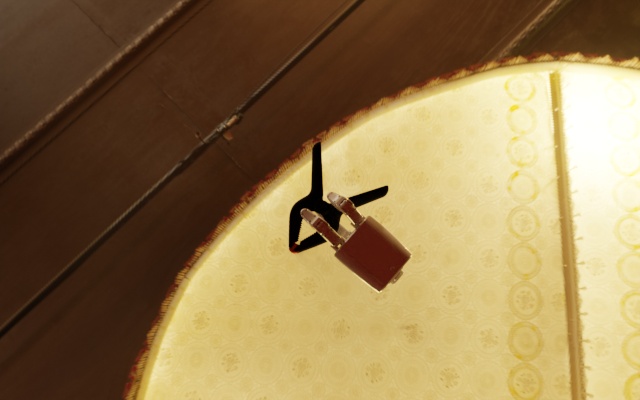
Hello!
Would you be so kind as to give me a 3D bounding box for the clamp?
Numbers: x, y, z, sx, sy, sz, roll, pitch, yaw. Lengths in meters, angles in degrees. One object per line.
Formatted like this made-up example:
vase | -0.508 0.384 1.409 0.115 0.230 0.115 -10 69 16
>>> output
clamp | 0.000 0.004 0.884 0.164 0.210 0.036 41 -8 11
